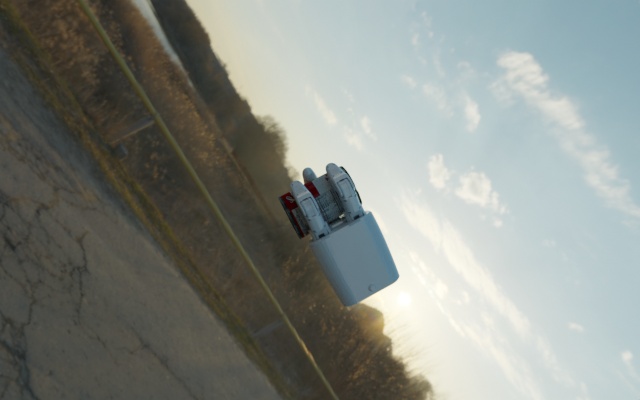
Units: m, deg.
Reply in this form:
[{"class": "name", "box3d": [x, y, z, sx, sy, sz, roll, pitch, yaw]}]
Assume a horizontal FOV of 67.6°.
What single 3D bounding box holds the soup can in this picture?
[{"class": "soup can", "box3d": [0.000, 0.002, 0.685, 0.102, 0.068, 0.068, -28, 3, -5]}]
